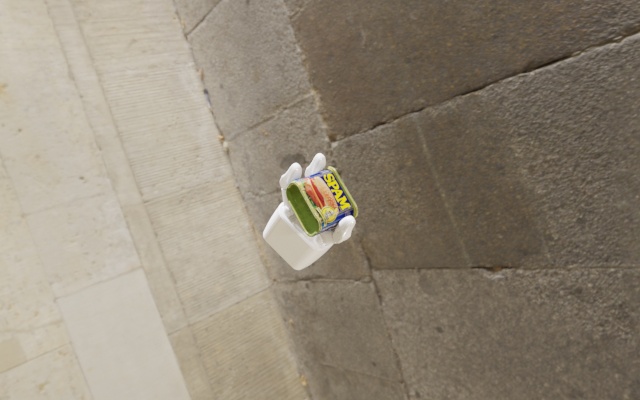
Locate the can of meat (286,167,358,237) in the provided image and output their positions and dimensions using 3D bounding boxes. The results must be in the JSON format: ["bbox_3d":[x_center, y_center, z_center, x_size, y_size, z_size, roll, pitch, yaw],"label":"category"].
[{"bbox_3d":[0.000,0.003,0.809,0.084,0.102,0.057,-22,-14,-35],"label":"can of meat"}]
